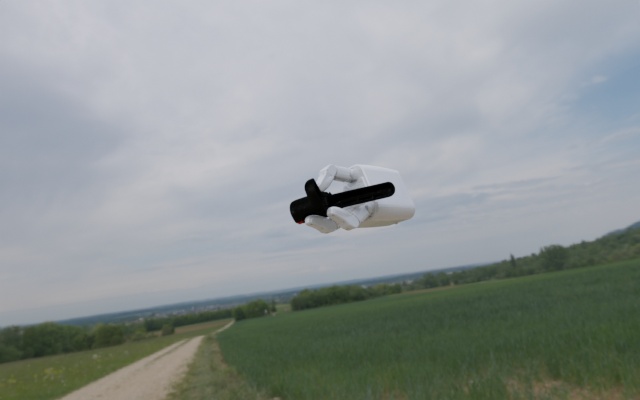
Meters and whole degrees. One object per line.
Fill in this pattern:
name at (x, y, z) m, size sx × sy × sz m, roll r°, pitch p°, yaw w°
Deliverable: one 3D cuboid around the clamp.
clamp at (0.000, 0.002, 0.817) m, size 0.164 × 0.036 × 0.210 m, roll 5°, pitch -18°, yaw -37°
